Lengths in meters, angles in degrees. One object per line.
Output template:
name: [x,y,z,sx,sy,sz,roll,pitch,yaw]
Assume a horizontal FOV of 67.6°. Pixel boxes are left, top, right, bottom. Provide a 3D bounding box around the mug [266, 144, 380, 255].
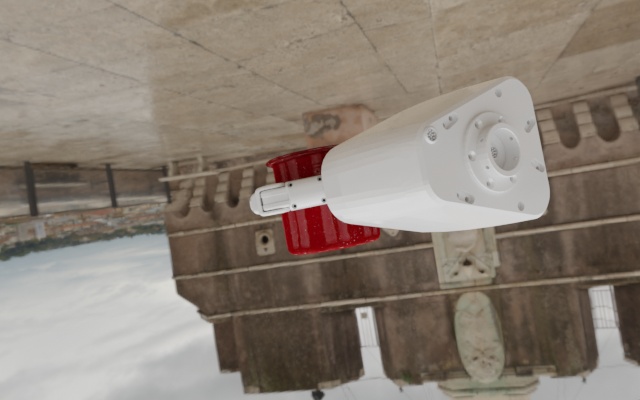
mug: [-0.001,0.002,0.424,0.093,0.081,0.117,-9,-2,-27]
